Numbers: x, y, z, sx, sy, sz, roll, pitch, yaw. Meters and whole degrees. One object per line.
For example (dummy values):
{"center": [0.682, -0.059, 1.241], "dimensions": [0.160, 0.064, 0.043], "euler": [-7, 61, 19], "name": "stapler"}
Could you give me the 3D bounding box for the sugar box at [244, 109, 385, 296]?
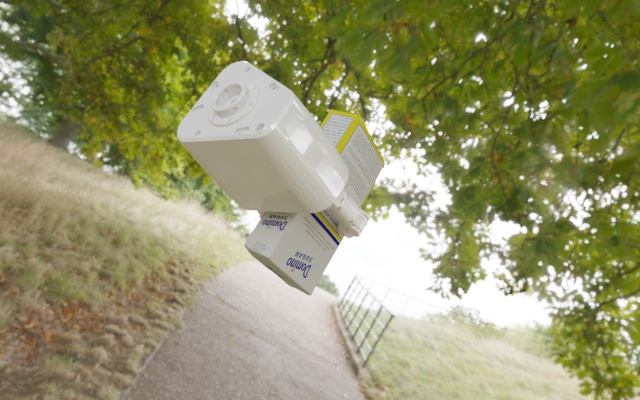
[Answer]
{"center": [0.000, 0.001, 0.506], "dimensions": [0.048, 0.176, 0.093], "euler": [21, -21, 38], "name": "sugar box"}
